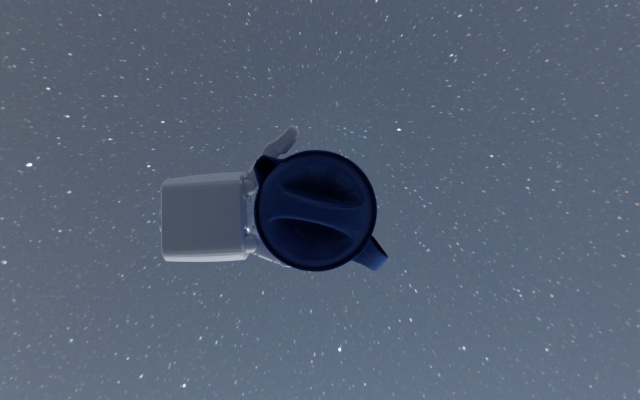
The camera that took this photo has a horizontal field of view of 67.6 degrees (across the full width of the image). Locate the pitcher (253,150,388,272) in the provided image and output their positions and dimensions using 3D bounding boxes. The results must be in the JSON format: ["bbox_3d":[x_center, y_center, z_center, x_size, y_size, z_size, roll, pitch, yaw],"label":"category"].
[{"bbox_3d":[0.000,0.002,0.625,0.145,0.149,0.243,-6,9,0],"label":"pitcher"}]
